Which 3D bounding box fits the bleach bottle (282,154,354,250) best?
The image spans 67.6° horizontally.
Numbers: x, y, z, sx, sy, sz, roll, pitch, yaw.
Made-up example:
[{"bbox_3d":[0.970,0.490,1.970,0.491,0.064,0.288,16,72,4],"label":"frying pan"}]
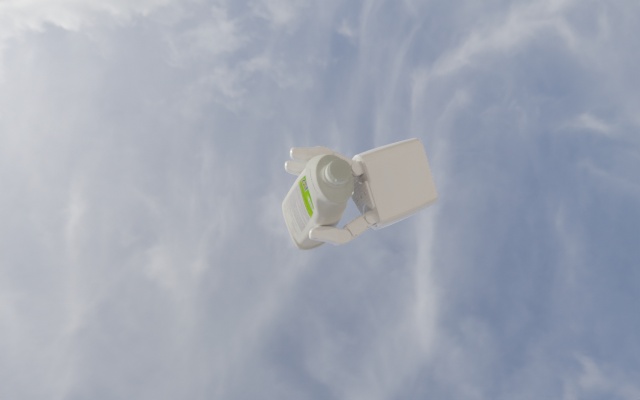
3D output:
[{"bbox_3d":[0.000,0.002,0.705,0.068,0.102,0.251,-20,-10,-18],"label":"bleach bottle"}]
